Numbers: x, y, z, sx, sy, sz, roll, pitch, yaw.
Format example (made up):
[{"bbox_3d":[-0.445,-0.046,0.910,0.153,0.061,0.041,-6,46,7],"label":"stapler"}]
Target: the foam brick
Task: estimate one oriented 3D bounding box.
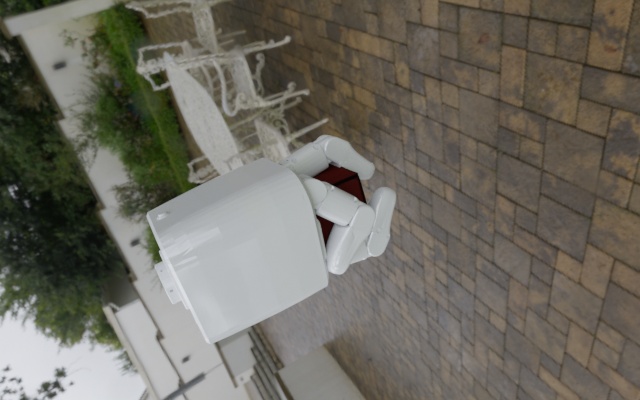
[{"bbox_3d":[0.000,0.001,0.418,0.051,0.053,0.078,-25,22,-18],"label":"foam brick"}]
